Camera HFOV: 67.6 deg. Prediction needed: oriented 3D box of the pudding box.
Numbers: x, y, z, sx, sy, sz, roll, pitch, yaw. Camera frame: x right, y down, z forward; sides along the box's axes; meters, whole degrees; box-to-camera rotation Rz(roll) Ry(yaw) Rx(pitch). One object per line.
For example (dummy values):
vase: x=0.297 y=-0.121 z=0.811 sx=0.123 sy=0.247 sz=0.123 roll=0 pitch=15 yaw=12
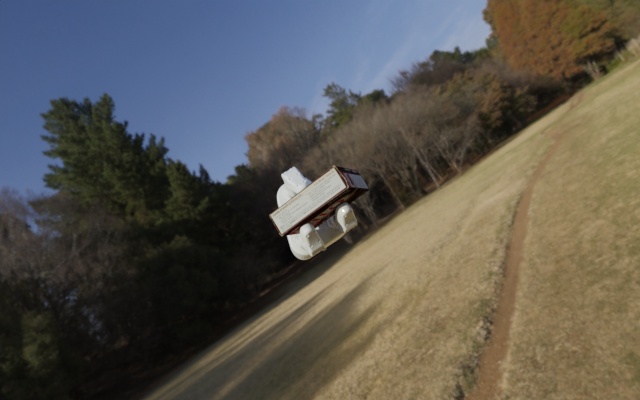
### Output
pudding box: x=0.000 y=0.002 z=0.631 sx=0.113 sy=0.039 sz=0.090 roll=-39 pitch=-13 yaw=18
